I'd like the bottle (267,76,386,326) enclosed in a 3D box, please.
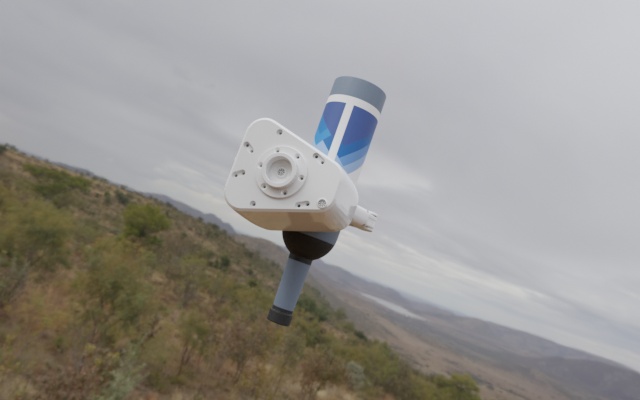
[{"bbox_3d":[0.000,0.002,0.564,0.069,0.295,0.069,19,-7,3],"label":"bottle"}]
